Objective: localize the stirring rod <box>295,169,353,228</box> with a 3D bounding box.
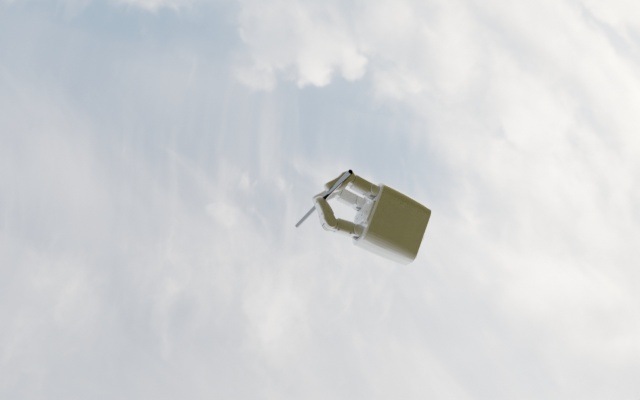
[{"bbox_3d":[0.000,0.003,0.821,0.011,0.011,0.240,0,-23,-24],"label":"stirring rod"}]
